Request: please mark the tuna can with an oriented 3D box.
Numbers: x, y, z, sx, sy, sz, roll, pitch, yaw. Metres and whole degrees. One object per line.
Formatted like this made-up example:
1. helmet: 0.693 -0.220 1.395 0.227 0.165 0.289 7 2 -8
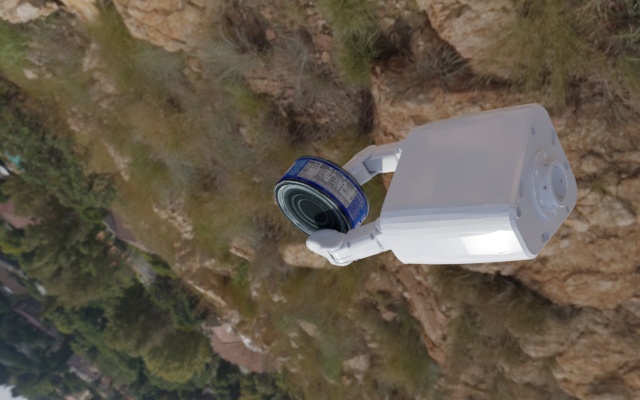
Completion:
1. tuna can: 0.000 0.002 0.441 0.086 0.086 0.033 0 44 47
